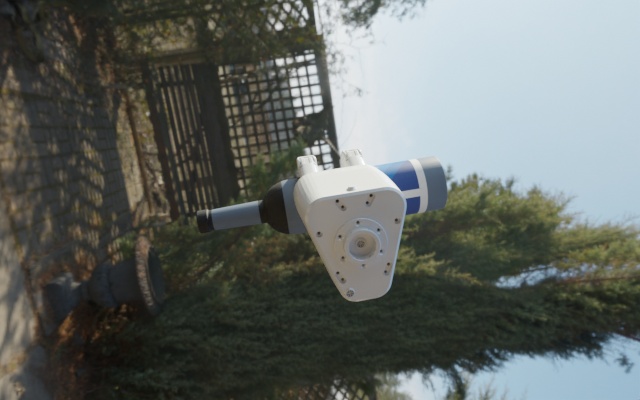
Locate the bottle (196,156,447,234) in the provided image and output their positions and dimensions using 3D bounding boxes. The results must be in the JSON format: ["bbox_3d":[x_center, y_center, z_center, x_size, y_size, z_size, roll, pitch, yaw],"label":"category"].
[{"bbox_3d":[0.000,0.002,0.579,0.296,0.069,0.069,-9,1,-4],"label":"bottle"}]
